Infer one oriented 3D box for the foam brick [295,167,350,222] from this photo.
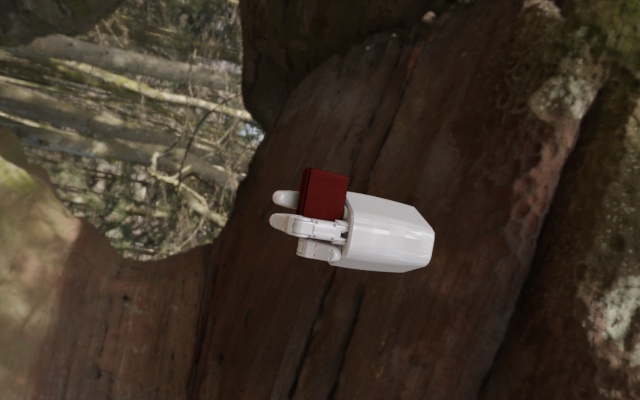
[{"bbox_3d":[0.000,0.002,0.591,0.051,0.078,0.053,10,1,-9],"label":"foam brick"}]
